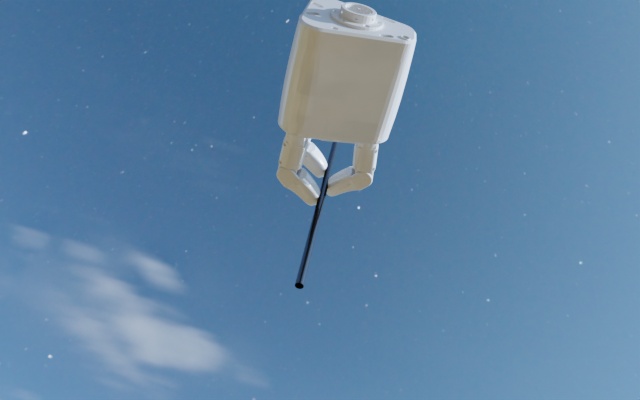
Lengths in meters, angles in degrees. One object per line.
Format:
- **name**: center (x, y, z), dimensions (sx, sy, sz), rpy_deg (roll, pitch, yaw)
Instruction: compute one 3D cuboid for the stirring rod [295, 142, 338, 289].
- **stirring rod**: center (0.000, 0.002, 0.509), dimensions (0.011, 0.011, 0.239), rpy_deg (0, 37, 11)
